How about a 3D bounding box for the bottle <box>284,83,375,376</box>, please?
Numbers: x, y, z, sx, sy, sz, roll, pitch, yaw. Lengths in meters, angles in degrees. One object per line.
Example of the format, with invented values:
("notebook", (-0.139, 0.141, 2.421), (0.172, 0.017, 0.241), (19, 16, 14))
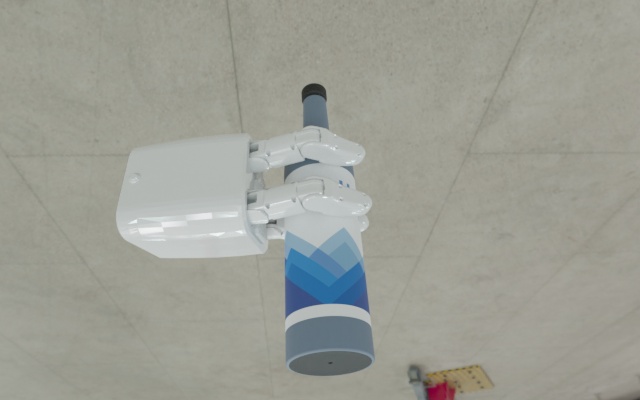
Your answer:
("bottle", (0.000, 0.002, 0.438), (0.069, 0.295, 0.069), (-2, -35, -2))
